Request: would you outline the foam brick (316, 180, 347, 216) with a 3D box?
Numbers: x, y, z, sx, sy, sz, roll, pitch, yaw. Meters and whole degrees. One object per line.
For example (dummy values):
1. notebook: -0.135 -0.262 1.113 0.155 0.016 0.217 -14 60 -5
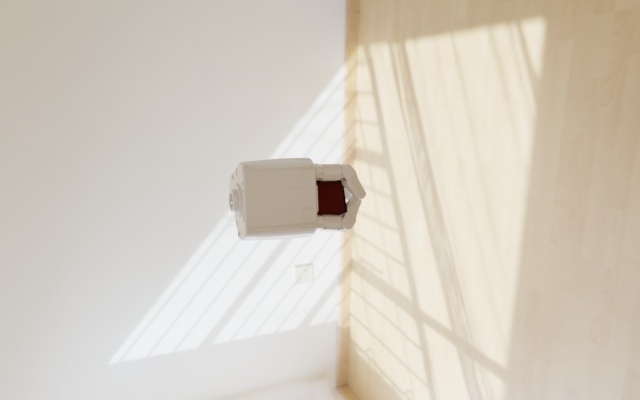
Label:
1. foam brick: 0.000 0.003 0.741 0.051 0.053 0.078 -3 -13 -23
